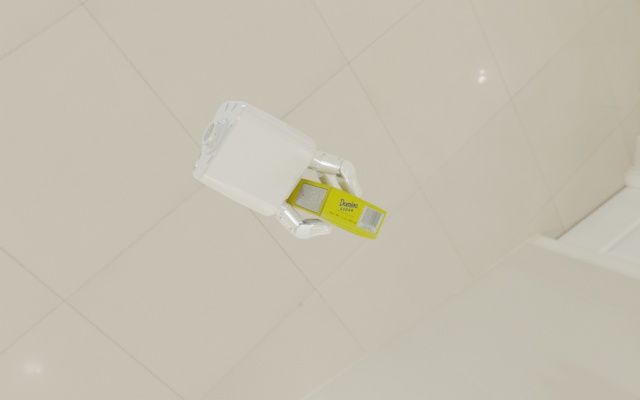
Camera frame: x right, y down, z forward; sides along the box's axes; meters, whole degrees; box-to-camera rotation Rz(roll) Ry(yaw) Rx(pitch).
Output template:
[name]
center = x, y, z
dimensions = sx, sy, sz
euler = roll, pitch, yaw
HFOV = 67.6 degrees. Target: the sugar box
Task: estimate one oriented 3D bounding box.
[sugar box]
center = 0.000, 0.002, 0.650
dimensions = 0.093, 0.048, 0.176
euler = 24, 0, -31
